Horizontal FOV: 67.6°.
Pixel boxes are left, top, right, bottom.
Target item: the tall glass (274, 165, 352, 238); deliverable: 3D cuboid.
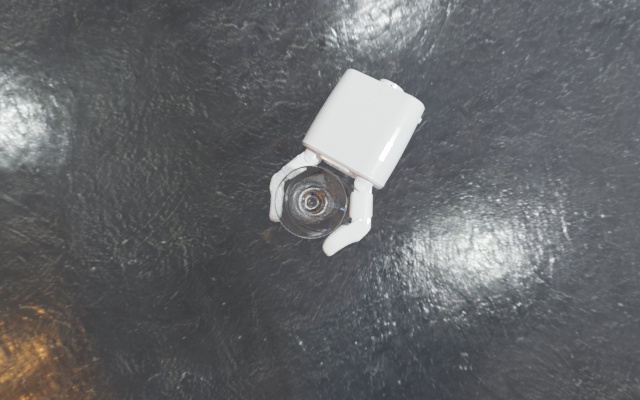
[{"bbox_3d":[0.000,0.002,0.581,0.079,0.079,0.201,0,-1,6],"label":"tall glass"}]
